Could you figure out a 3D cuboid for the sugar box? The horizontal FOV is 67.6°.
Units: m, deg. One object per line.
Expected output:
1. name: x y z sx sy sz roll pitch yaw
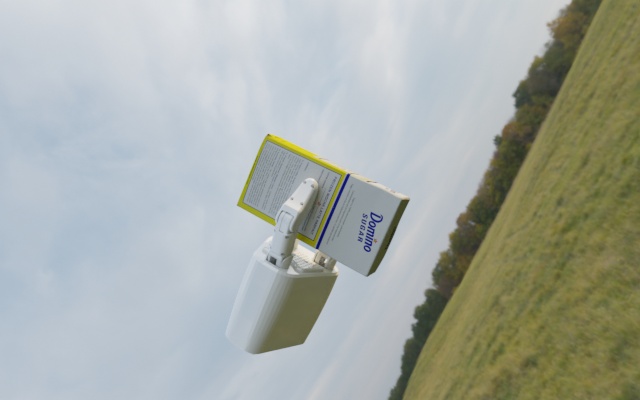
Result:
1. sugar box: 0.000 0.002 0.532 0.176 0.093 0.048 27 11 19
